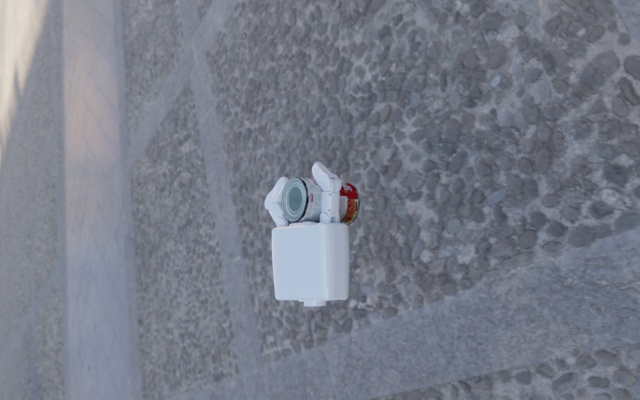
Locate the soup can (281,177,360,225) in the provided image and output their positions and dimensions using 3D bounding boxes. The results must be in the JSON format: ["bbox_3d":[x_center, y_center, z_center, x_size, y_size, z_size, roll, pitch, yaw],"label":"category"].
[{"bbox_3d":[0.000,0.002,0.722,0.102,0.068,0.068,5,-3,-38],"label":"soup can"}]
